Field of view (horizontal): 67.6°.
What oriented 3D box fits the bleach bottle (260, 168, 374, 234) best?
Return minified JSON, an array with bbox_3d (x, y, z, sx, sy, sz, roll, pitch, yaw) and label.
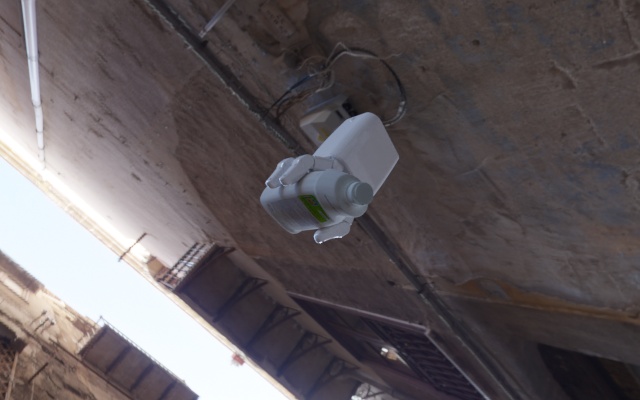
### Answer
[{"bbox_3d":[0.000,0.002,0.722,0.102,0.068,0.251,45,-23,-20],"label":"bleach bottle"}]
